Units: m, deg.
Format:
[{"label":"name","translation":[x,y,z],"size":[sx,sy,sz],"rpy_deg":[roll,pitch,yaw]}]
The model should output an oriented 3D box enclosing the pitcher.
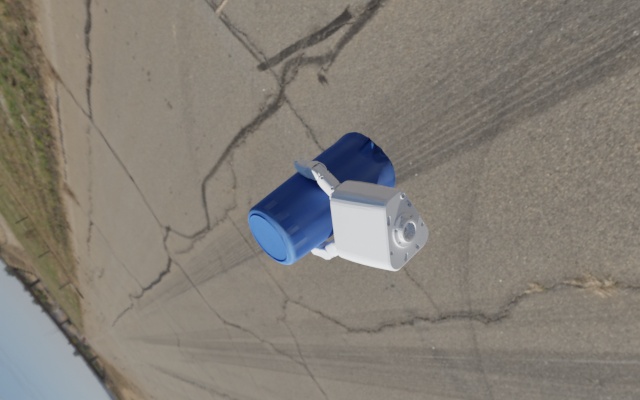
[{"label":"pitcher","translation":[0.000,0.003,0.803],"size":[0.242,0.149,0.145],"rpy_deg":[-37,31,-30]}]
